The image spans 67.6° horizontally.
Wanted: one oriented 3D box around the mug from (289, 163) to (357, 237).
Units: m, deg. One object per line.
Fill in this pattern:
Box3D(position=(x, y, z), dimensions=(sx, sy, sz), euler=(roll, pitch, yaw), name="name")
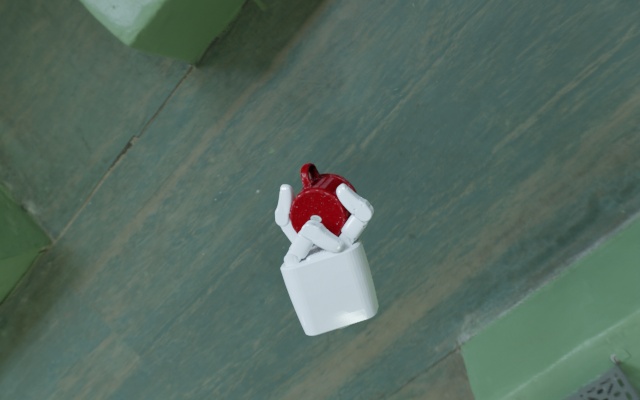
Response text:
Box3D(position=(0.000, 0.001, 0.688), dimensions=(0.093, 0.117, 0.081), euler=(-16, 10, 17), name="mug")
